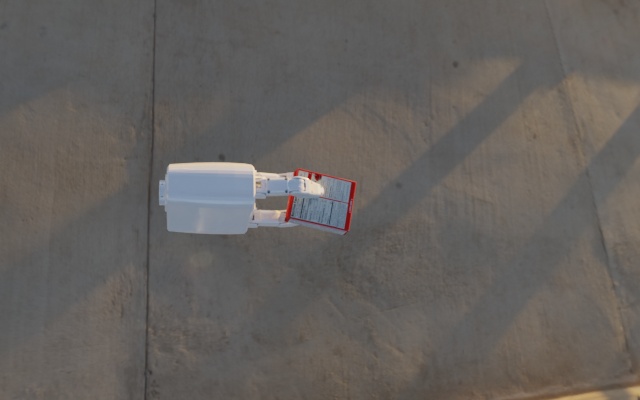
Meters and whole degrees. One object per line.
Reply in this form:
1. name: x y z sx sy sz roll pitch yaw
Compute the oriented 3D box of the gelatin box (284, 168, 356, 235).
1. gelatin box: 0.001 0.002 0.662 0.089 0.073 0.030 13 -18 -9
